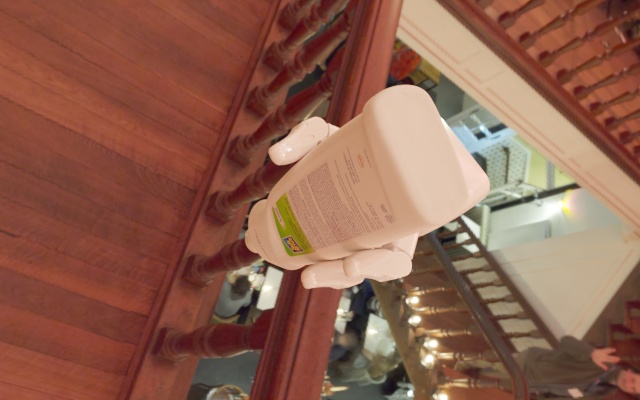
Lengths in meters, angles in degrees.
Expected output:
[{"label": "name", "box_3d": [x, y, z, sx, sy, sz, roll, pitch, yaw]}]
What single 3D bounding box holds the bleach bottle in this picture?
[{"label": "bleach bottle", "box_3d": [0.000, 0.001, 0.416, 0.068, 0.102, 0.251, -22, -2, -39]}]
